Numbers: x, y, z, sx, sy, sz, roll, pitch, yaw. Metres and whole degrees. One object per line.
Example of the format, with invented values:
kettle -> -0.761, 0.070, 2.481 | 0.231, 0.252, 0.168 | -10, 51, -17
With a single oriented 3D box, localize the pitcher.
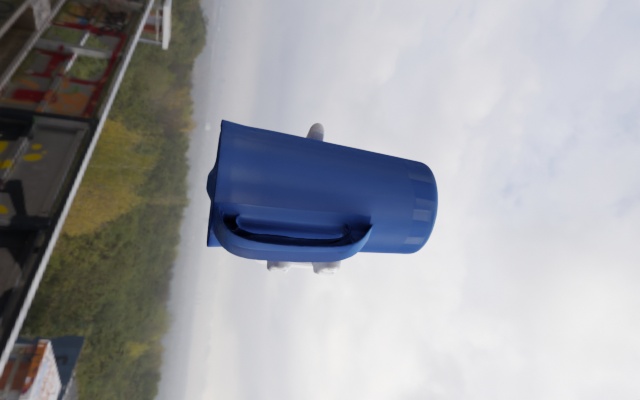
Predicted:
pitcher -> 0.000, 0.002, 0.516 | 0.243, 0.149, 0.145 | 7, -14, -13
